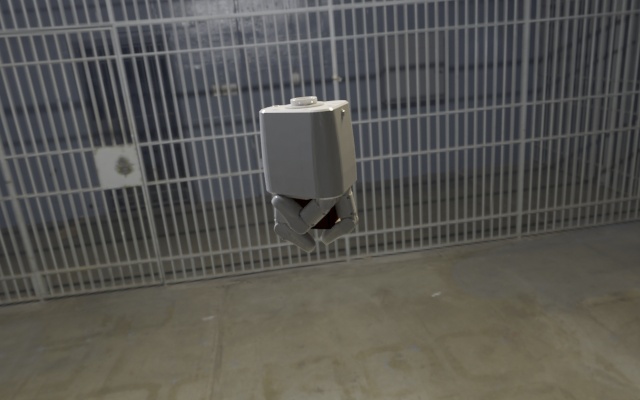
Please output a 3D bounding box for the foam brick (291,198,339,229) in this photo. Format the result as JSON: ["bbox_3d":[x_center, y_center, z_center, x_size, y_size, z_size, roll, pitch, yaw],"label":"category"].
[{"bbox_3d":[0.000,0.002,0.655,0.053,0.051,0.078,0,18,20],"label":"foam brick"}]
